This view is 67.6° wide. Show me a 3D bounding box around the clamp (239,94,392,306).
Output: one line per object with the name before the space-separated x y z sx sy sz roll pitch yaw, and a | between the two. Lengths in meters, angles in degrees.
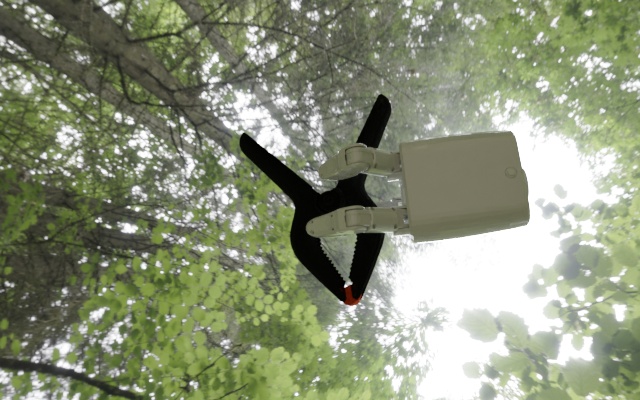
clamp | 0.001 0.002 0.482 0.164 0.210 0.036 -8 -15 11
